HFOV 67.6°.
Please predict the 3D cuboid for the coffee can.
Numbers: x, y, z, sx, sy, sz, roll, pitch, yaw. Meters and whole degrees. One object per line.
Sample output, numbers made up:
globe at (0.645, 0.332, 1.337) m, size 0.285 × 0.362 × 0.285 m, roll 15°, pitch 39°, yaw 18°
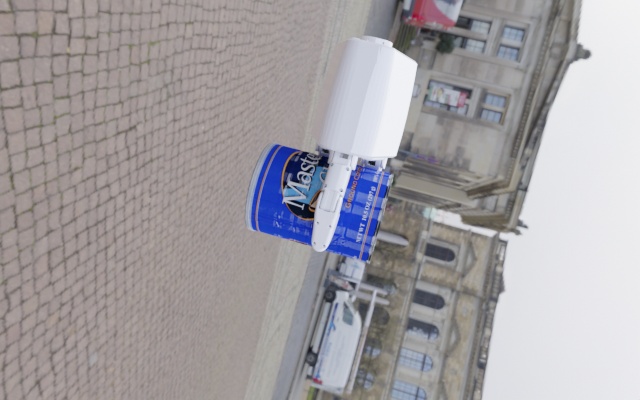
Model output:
coffee can at (0.000, 0.002, 0.531) m, size 0.140 × 0.103 × 0.103 m, roll 15°, pitch 2°, yaw 7°
